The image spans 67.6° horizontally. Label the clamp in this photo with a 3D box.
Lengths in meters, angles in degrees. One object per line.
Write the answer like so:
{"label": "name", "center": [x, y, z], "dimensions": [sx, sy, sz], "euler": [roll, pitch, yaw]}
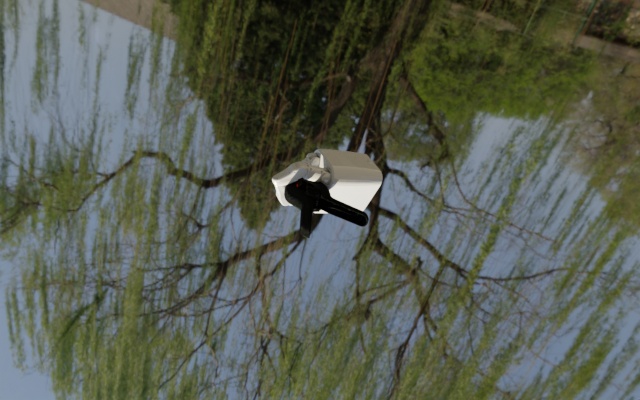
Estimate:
{"label": "clamp", "center": [0.000, 0.003, 0.797], "dimensions": [0.120, 0.039, 0.171], "euler": [1, 34, -26]}
